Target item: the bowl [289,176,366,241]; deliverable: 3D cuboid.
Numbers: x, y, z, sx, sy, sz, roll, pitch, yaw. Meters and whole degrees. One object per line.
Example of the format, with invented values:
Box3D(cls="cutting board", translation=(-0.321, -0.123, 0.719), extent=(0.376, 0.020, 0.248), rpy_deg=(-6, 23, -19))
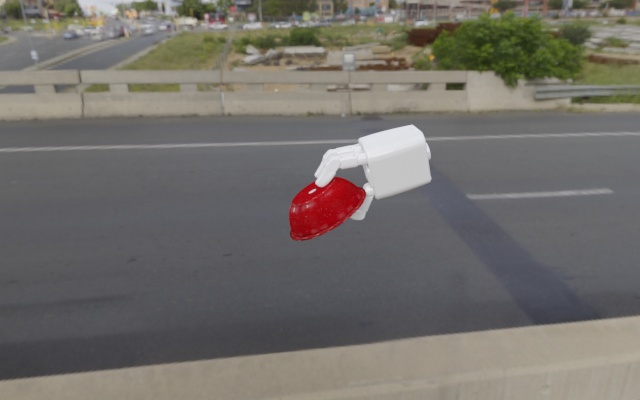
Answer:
Box3D(cls="bowl", translation=(-0.001, 0.003, 0.867), extent=(0.162, 0.055, 0.162), rpy_deg=(-29, 18, 11))
